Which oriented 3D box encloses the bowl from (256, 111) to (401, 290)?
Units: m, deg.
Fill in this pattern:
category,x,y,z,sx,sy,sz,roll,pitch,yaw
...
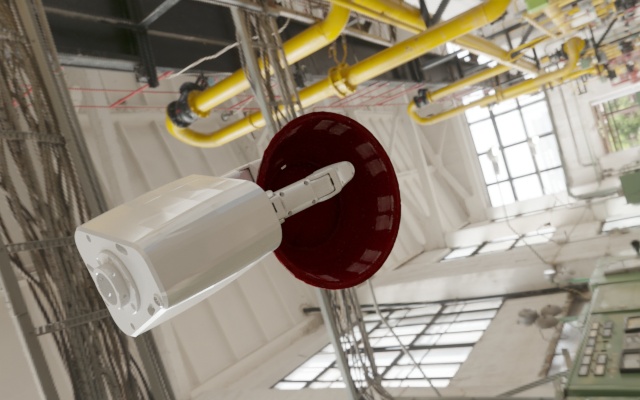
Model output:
category,x,y,z,sx,sy,sz,roll,pitch,yaw
bowl,0.001,0.001,0.452,0.162,0.162,0.055,0,-6,-35
